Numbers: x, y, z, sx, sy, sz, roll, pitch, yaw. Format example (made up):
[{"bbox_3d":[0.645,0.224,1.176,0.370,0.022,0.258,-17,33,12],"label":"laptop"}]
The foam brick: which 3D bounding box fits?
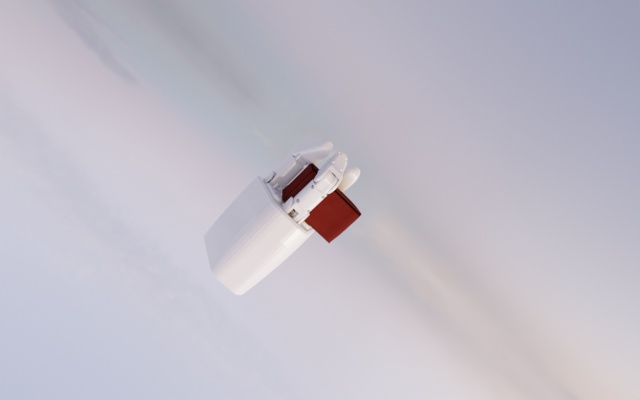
[{"bbox_3d":[0.000,0.002,0.561,0.078,0.051,0.053,44,6,-13],"label":"foam brick"}]
